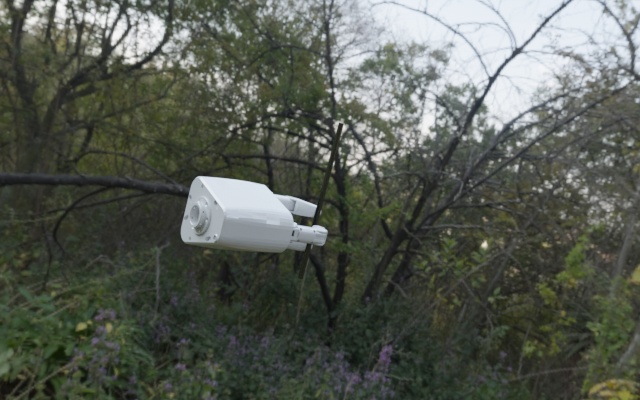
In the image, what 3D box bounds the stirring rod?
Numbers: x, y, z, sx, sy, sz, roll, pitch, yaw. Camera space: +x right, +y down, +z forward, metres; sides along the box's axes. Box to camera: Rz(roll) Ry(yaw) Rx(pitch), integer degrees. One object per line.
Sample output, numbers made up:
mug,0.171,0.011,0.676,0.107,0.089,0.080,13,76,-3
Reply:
stirring rod,0.000,0.002,0.712,0.011,0.239,0.011,15,6,-1
